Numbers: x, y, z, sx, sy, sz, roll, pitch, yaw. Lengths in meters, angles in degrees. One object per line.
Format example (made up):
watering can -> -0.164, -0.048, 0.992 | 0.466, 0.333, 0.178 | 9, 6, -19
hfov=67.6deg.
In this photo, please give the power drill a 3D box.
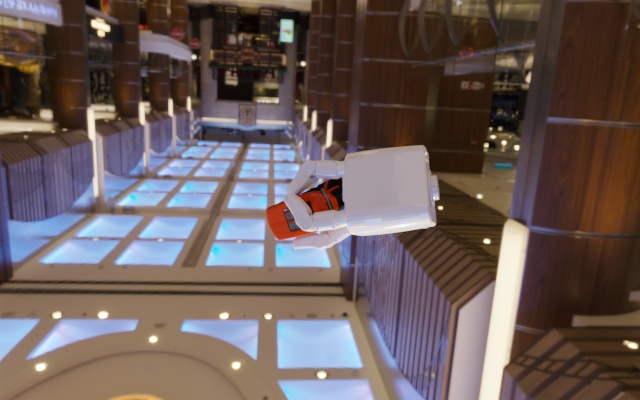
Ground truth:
power drill -> 0.000, 0.003, 0.747 | 0.184, 0.057, 0.187 | -19, 6, 35
